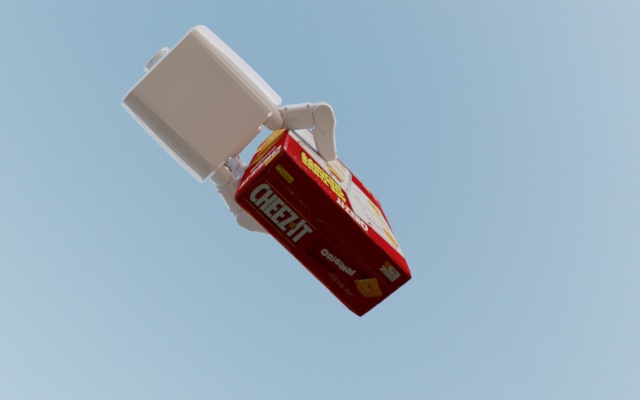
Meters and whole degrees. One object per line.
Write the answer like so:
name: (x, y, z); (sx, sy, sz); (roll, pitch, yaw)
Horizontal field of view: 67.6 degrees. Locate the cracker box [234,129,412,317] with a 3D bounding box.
cracker box: (0.000, 0.001, 0.508); (0.072, 0.164, 0.213); (-43, 14, 12)
